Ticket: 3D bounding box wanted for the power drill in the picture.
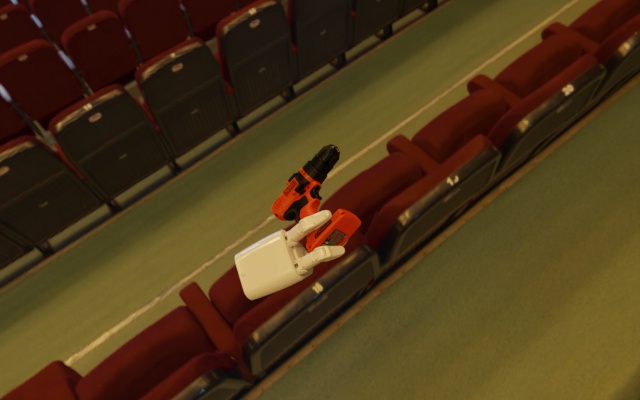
[{"bbox_3d":[0.000,0.003,0.893,0.057,0.184,0.187,28,18,-40],"label":"power drill"}]
